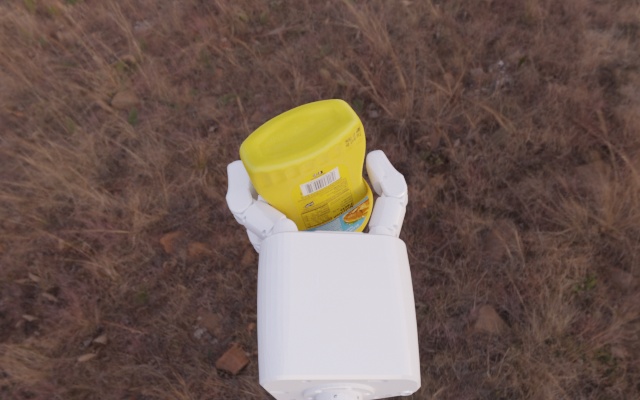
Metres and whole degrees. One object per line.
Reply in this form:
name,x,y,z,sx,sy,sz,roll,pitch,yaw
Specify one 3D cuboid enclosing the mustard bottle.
mustard bottle,0.000,0.001,0.437,0.096,0.058,0.192,-27,-35,-7
